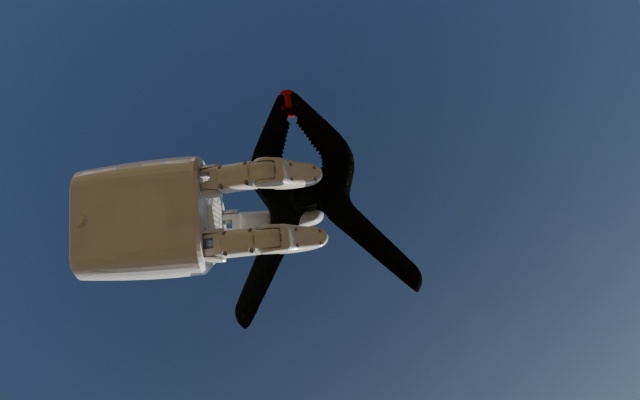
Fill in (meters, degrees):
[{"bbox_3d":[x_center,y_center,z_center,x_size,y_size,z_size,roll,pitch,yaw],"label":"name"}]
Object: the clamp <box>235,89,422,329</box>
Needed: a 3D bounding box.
[{"bbox_3d":[0.000,0.001,0.432,0.164,0.210,0.036,-5,-10,-1],"label":"clamp"}]
